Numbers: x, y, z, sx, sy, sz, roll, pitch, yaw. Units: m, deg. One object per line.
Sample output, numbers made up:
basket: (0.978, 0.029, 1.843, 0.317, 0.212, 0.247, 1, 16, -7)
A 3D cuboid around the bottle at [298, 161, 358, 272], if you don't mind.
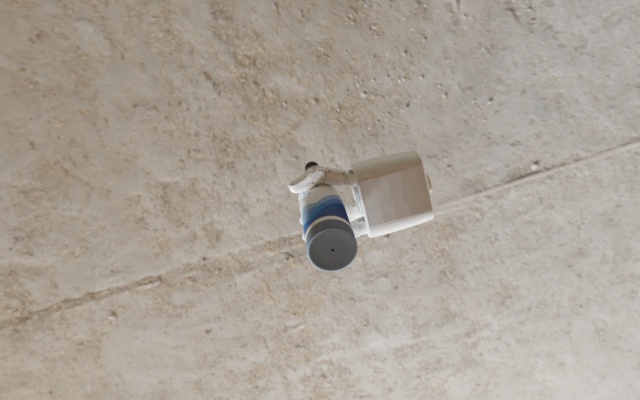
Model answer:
bottle: (0.000, 0.003, 0.748, 0.069, 0.069, 0.295, 0, 25, -7)
